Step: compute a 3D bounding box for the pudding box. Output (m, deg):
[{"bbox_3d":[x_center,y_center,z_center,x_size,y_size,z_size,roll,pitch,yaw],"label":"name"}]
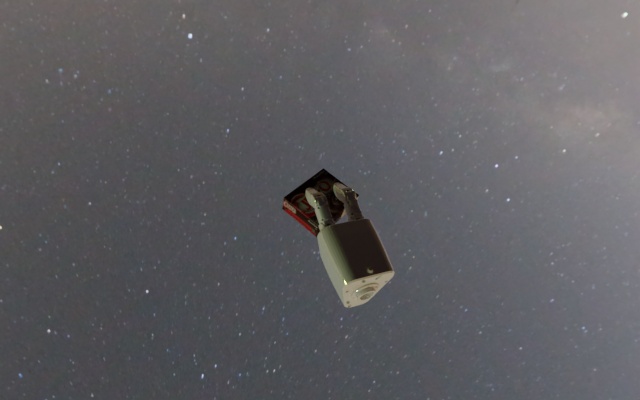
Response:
[{"bbox_3d":[0.000,0.003,0.867,0.090,0.039,0.113,39,52,18],"label":"pudding box"}]
